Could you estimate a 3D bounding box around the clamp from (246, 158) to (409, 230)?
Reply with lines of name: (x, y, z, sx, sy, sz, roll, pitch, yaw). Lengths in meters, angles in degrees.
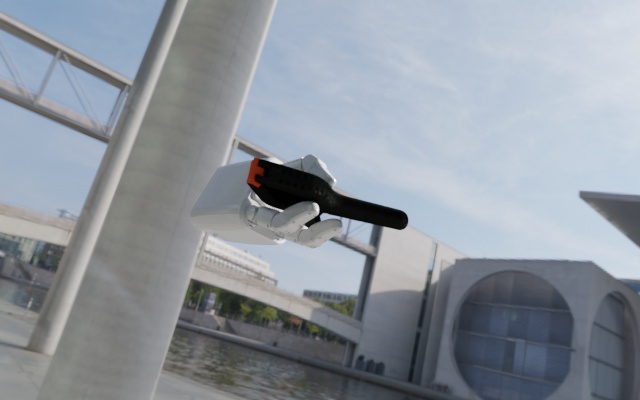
clamp: (0.000, 0.001, 0.593, 0.164, 0.036, 0.210, -6, -26, 35)
